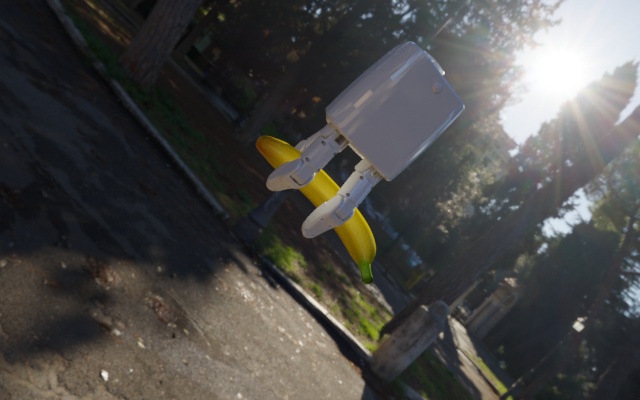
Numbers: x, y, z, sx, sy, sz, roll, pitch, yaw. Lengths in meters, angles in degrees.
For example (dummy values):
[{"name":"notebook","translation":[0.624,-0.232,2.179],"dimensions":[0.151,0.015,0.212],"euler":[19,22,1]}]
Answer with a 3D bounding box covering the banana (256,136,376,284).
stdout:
[{"name":"banana","translation":[0.005,0.000,0.537],"dimensions":[0.037,0.198,0.069],"euler":[-38,5,16]}]
